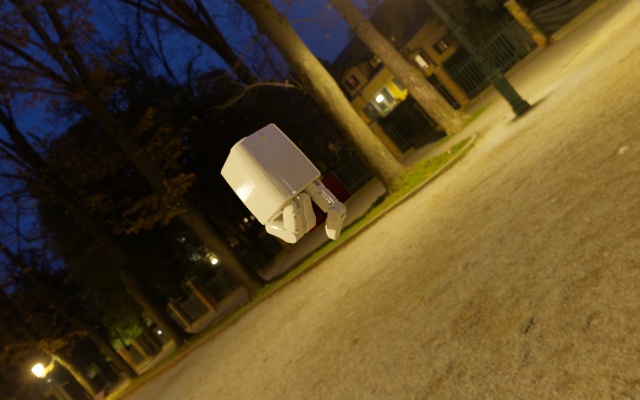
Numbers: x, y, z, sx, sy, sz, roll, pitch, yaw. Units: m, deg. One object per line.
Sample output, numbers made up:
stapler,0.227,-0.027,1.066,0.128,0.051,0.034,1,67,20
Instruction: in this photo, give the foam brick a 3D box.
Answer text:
foam brick,0.000,0.002,0.746,0.053,0.051,0.078,-43,-1,44
